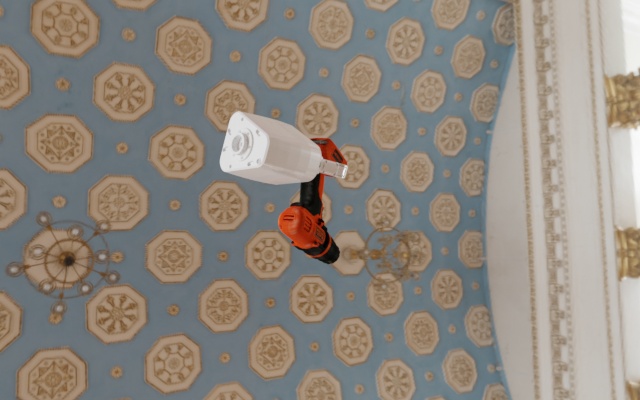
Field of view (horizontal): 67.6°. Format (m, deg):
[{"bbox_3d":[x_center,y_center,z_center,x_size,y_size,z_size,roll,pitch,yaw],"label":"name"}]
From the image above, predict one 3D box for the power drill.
[{"bbox_3d":[0.000,0.002,0.816,0.057,0.187,0.184,-1,-24,23],"label":"power drill"}]
